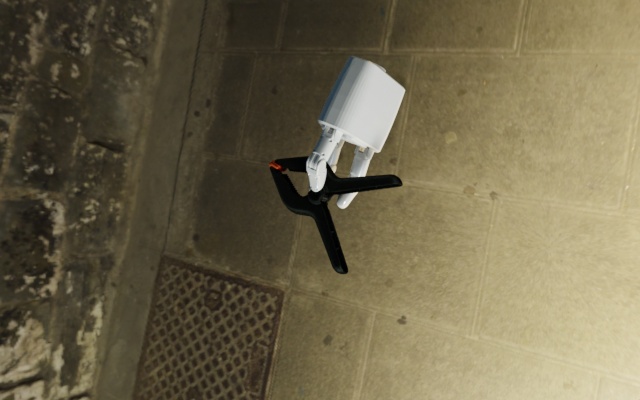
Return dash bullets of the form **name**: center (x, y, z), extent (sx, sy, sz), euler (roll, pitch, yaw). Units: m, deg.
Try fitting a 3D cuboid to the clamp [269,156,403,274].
- **clamp**: center (-0.001, 0.002, 0.730), extent (0.210, 0.164, 0.036), euler (26, 1, 25)
